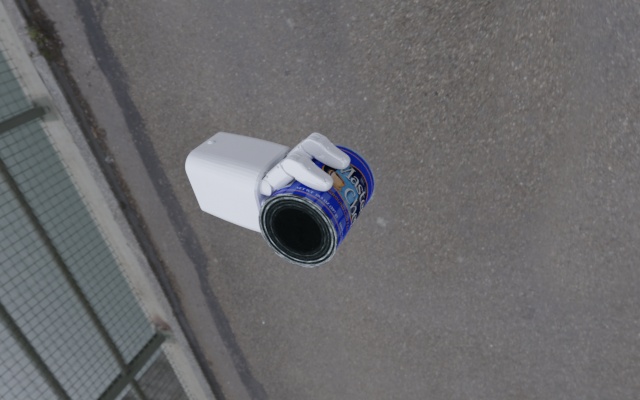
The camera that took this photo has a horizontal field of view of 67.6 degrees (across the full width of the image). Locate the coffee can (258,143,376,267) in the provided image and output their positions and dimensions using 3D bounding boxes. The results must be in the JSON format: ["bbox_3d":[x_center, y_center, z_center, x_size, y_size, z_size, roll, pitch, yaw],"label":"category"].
[{"bbox_3d":[0.000,0.002,0.608,0.103,0.103,0.140,0,30,28],"label":"coffee can"}]
